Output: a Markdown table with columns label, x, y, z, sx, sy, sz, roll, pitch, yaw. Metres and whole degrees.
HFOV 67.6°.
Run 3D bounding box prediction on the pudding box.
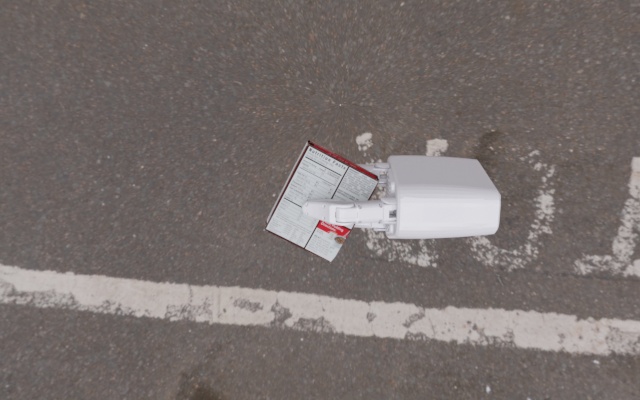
| label | x | y | z | sx | sy | sz | roll | pitch | yaw |
| --- | --- | --- | --- | --- | --- | --- | --- | --- | --- |
| pudding box | 0.000 | 0.002 | 0.535 | 0.090 | 0.113 | 0.039 | 28 | 10 | -5 |
